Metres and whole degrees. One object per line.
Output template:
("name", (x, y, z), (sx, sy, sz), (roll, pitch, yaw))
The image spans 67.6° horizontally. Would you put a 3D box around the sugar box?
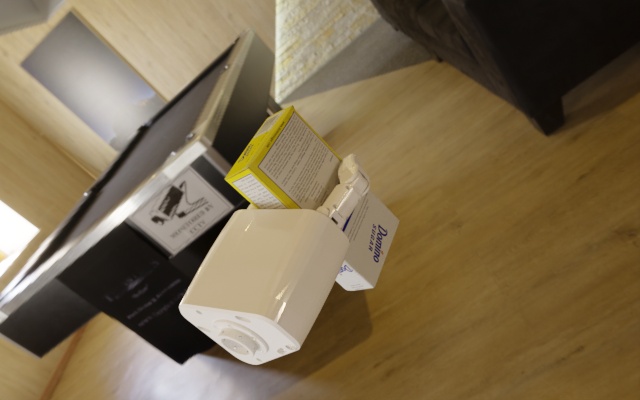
("sugar box", (0.000, 0.002, 0.472), (0.048, 0.093, 0.176), (-17, -55, 44))
